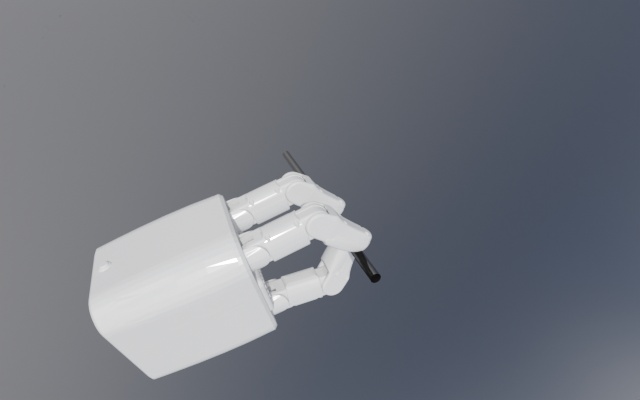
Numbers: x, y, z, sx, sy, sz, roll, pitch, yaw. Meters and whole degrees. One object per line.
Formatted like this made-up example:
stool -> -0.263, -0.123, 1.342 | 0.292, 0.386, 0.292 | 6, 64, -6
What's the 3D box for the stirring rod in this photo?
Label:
stirring rod -> 0.000, 0.001, 0.437 | 0.011, 0.011, 0.239 | 0, 26, -21
